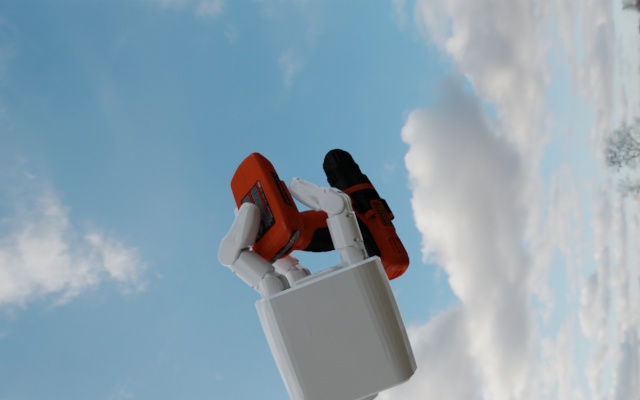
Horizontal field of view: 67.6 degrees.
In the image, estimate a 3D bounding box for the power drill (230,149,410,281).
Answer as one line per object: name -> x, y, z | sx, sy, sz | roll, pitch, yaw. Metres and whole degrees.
power drill -> 0.000, 0.002, 0.518 | 0.187, 0.184, 0.057 | 8, -46, -42
